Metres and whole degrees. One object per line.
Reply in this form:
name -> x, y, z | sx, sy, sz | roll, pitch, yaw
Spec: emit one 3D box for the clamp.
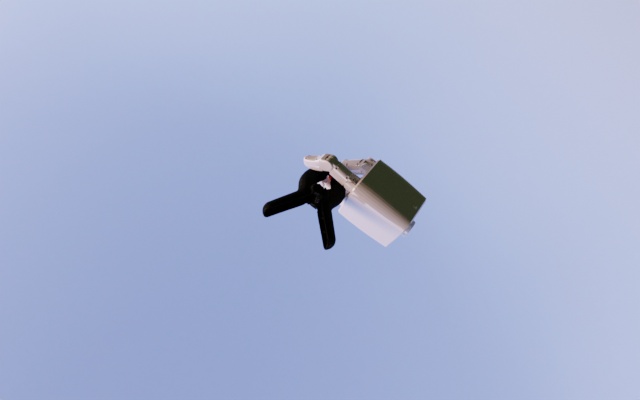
clamp -> 0.000, 0.003, 0.761 | 0.171, 0.120, 0.039 | -47, -6, -40
